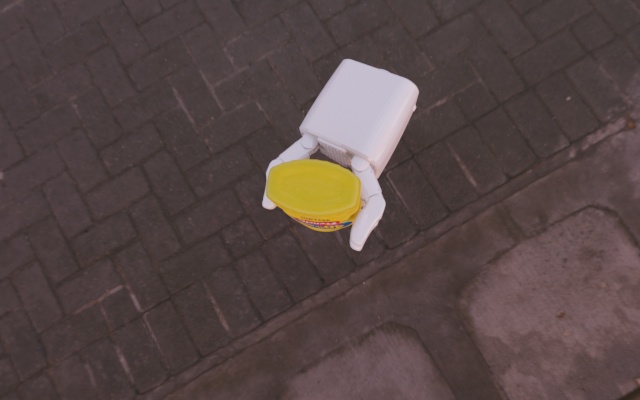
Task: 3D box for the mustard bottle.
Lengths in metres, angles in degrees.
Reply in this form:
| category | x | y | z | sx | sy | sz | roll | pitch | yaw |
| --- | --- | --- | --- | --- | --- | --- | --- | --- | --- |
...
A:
| category | x | y | z | sx | sy | sz | roll | pitch | yaw |
| --- | --- | --- | --- | --- | --- | --- | --- | --- | --- |
| mustard bottle | 0.000 | 0.002 | 0.565 | 0.096 | 0.058 | 0.192 | 5 | -9 | 6 |
